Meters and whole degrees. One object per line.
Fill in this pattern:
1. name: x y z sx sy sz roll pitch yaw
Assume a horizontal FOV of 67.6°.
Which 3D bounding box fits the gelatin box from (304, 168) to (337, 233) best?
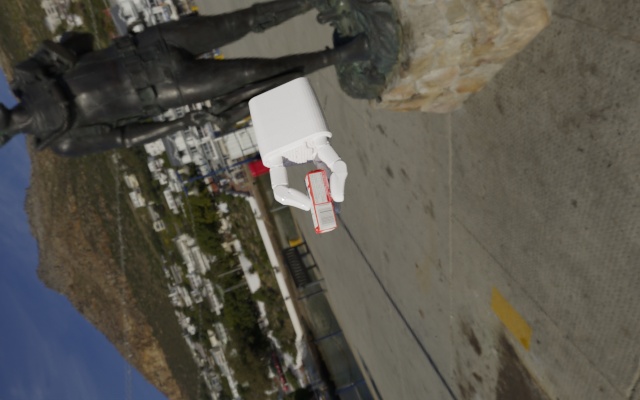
1. gelatin box: 0.000 0.003 0.718 0.030 0.089 0.073 -12 -6 -6
